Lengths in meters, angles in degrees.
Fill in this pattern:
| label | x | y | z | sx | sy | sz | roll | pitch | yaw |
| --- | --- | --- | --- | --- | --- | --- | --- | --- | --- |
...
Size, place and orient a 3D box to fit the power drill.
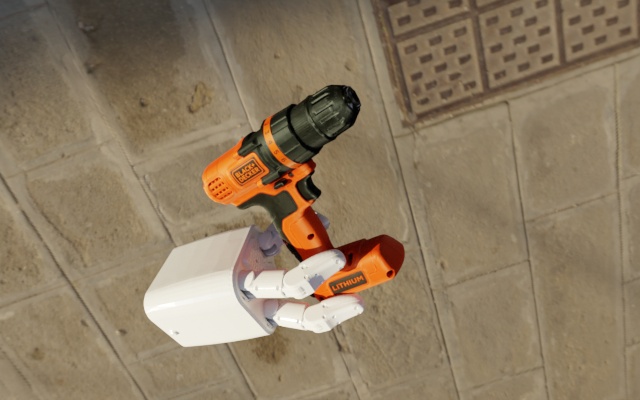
| label | x | y | z | sx | sy | sz | roll | pitch | yaw |
| --- | --- | --- | --- | --- | --- | --- | --- | --- | --- |
| power drill | 0.000 | 0.002 | 0.458 | 0.184 | 0.188 | 0.057 | -27 | 18 | 34 |
